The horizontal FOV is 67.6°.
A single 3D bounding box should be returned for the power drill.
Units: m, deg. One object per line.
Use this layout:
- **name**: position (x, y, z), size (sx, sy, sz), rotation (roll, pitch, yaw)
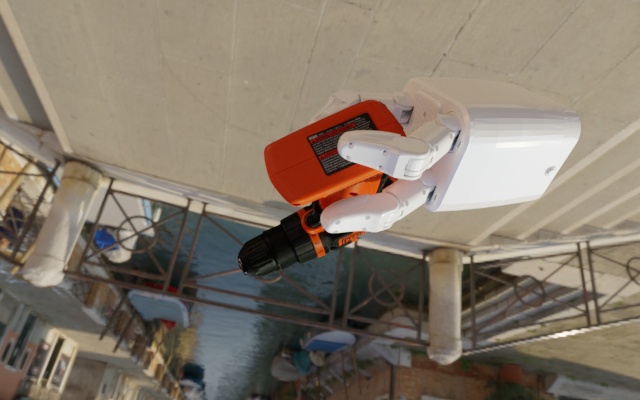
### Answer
- **power drill**: position (0.000, 0.001, 0.422), size (0.184, 0.057, 0.188), rotation (-27, -18, -9)
